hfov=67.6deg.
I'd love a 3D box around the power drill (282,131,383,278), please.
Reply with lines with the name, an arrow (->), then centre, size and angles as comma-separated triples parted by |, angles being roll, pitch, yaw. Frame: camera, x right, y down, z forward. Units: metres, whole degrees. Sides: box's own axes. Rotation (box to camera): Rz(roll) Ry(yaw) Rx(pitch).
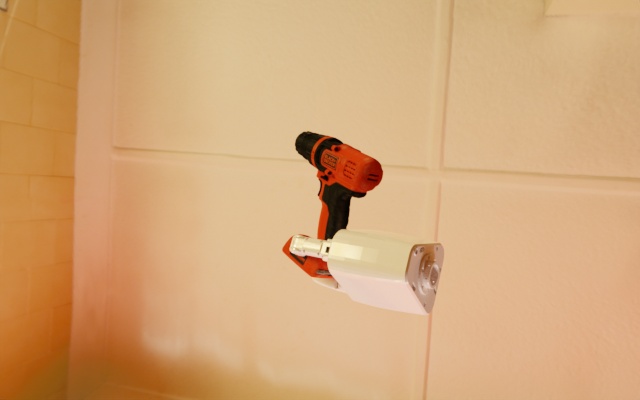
power drill -> 0.000, 0.003, 0.686 | 0.057, 0.188, 0.184 | 4, 18, -34
